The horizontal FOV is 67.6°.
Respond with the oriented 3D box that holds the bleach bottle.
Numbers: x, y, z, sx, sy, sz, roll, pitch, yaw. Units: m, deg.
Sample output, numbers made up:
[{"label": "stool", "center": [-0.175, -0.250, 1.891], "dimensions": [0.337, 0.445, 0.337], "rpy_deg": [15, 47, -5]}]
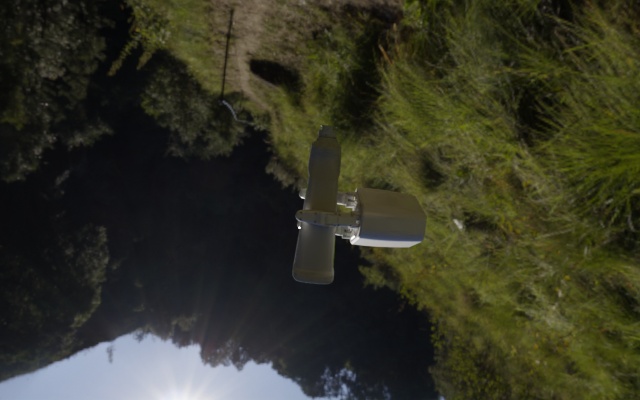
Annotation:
[{"label": "bleach bottle", "center": [0.000, 0.003, 0.787], "dimensions": [0.068, 0.251, 0.102], "rpy_deg": [6, 5, -4]}]
